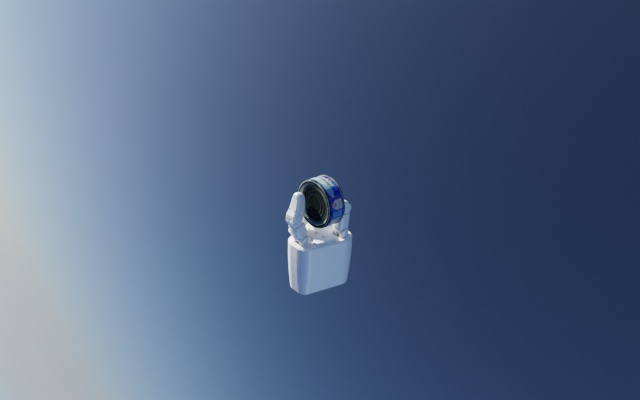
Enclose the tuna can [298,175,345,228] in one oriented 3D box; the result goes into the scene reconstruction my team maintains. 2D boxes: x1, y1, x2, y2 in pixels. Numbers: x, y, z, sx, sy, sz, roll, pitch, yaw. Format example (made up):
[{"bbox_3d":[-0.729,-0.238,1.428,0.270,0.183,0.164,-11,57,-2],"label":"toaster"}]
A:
[{"bbox_3d":[0.000,0.003,0.797,0.033,0.086,0.086,-19,11,-37],"label":"tuna can"}]
